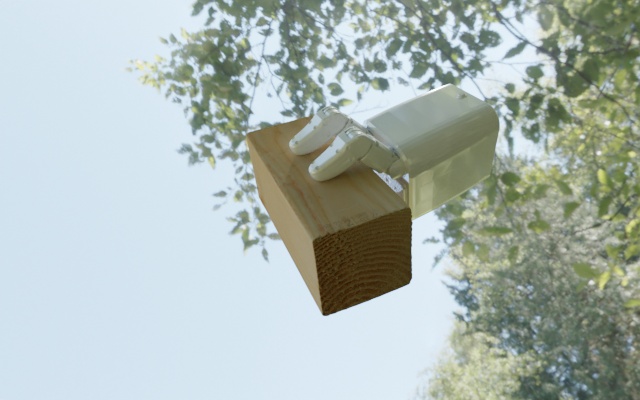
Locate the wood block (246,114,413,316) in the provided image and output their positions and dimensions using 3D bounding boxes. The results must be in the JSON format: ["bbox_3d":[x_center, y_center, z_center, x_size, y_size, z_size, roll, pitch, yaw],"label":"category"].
[{"bbox_3d":[0.000,0.002,0.477,0.090,0.091,0.206,-18,36,-14],"label":"wood block"}]
